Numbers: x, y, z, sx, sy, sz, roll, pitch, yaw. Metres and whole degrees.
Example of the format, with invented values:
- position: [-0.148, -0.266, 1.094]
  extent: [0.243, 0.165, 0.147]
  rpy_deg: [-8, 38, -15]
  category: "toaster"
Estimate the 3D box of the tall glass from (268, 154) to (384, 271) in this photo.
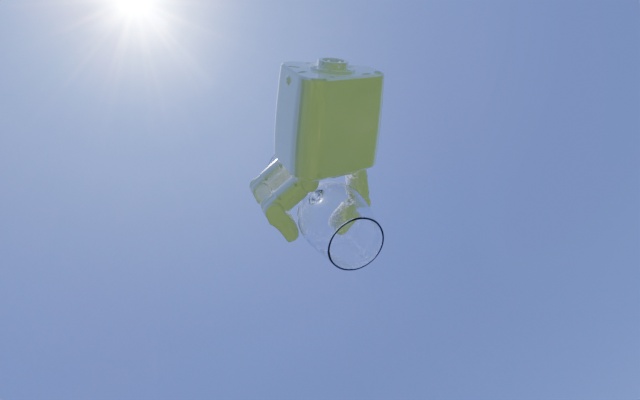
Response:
- position: [0.000, 0.002, 0.558]
  extent: [0.079, 0.079, 0.201]
  rpy_deg: [0, 26, -24]
  category: "tall glass"
